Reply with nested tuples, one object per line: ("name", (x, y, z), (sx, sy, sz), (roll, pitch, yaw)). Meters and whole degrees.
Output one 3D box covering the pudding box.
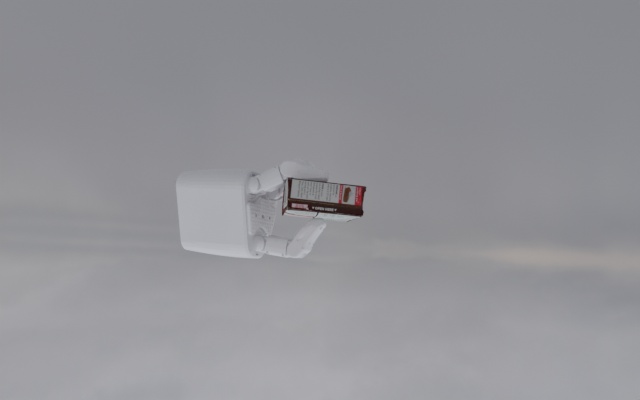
("pudding box", (0.000, 0.002, 0.578), (0.090, 0.039, 0.113), (5, -5, -6))
